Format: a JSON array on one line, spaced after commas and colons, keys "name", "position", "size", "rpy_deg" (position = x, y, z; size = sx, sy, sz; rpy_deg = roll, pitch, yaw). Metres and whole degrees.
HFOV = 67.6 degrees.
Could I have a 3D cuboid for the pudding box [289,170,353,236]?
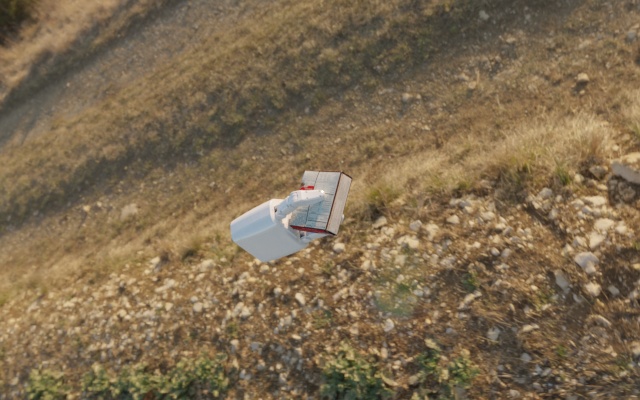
[{"name": "pudding box", "position": [0.000, 0.003, 0.853], "size": [0.090, 0.113, 0.039], "rpy_deg": [6, -14, 39]}]
